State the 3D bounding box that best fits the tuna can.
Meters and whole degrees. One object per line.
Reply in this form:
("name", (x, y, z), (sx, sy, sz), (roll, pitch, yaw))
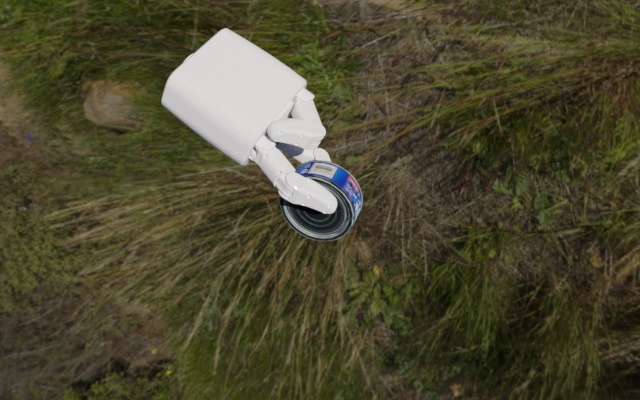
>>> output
("tuna can", (0.000, 0.002, 0.512), (0.086, 0.086, 0.033), (0, 34, 22))
